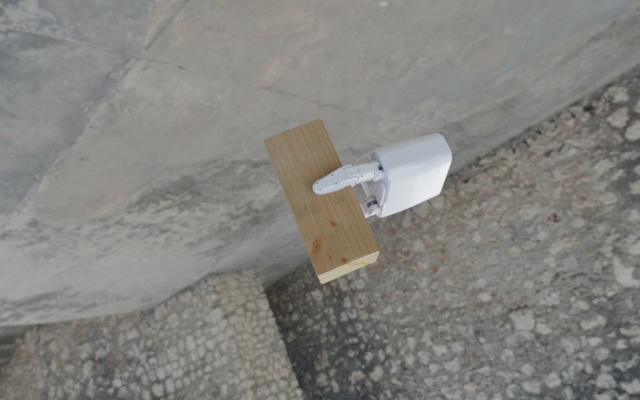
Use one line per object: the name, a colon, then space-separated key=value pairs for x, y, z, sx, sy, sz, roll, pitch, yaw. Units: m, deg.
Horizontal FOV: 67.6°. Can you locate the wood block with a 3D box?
wood block: x=0.001 y=0.002 z=0.684 sx=0.090 sy=0.206 sz=0.091 roll=-22 pitch=-17 yaw=-4
